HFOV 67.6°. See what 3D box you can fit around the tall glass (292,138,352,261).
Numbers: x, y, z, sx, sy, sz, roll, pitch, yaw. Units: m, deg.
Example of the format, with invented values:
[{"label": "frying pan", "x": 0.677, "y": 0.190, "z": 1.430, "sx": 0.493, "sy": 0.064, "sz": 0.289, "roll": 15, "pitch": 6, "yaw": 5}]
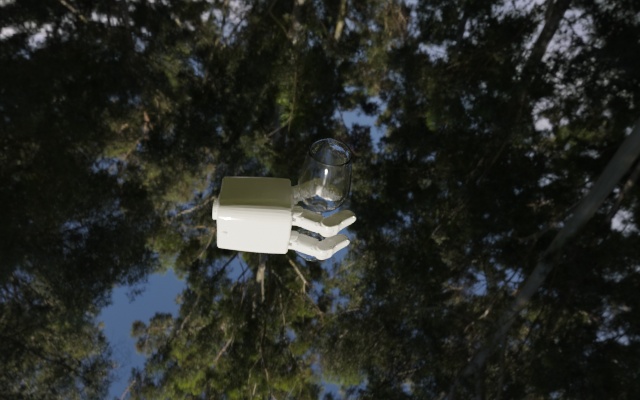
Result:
[{"label": "tall glass", "x": 0.000, "y": 0.003, "z": 0.732, "sx": 0.079, "sy": 0.201, "sz": 0.079, "roll": 6, "pitch": 44, "yaw": -6}]
